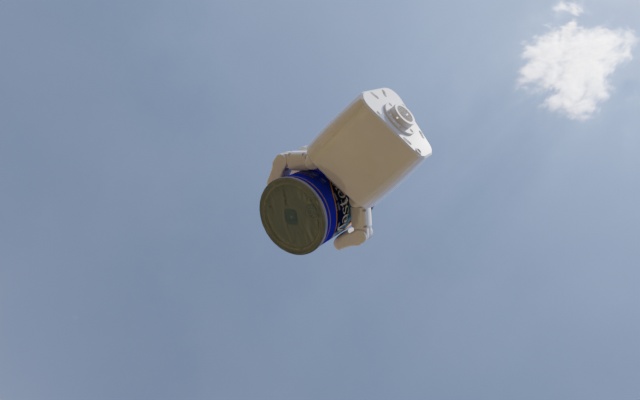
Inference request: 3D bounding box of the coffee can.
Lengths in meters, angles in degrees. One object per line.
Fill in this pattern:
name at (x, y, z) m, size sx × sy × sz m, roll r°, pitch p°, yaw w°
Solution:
coffee can at (0.000, 0.002, 0.654) m, size 0.103 × 0.103 × 0.140 m, roll 0°, pitch 16°, yaw 34°
